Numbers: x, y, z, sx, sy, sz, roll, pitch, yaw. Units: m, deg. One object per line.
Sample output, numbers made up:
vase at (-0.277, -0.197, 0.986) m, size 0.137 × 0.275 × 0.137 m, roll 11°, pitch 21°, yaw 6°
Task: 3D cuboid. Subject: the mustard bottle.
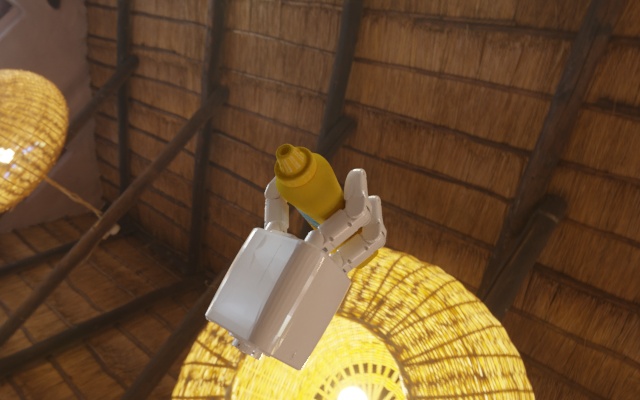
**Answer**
mustard bottle at (0.000, 0.002, 0.519) m, size 0.096 × 0.058 × 0.192 m, roll 49°, pitch -3°, yaw 38°
